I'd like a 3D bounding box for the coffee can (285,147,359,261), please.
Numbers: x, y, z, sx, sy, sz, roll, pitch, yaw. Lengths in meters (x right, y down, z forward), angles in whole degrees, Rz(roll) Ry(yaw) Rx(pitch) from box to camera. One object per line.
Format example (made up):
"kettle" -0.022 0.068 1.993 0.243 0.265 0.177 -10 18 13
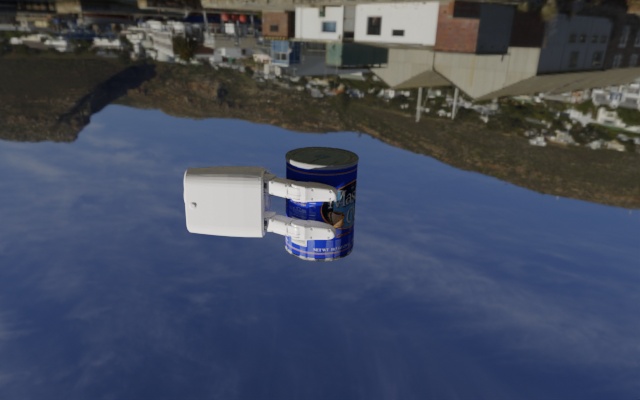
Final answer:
"coffee can" 0.000 0.002 0.690 0.103 0.140 0.102 2 20 -1
